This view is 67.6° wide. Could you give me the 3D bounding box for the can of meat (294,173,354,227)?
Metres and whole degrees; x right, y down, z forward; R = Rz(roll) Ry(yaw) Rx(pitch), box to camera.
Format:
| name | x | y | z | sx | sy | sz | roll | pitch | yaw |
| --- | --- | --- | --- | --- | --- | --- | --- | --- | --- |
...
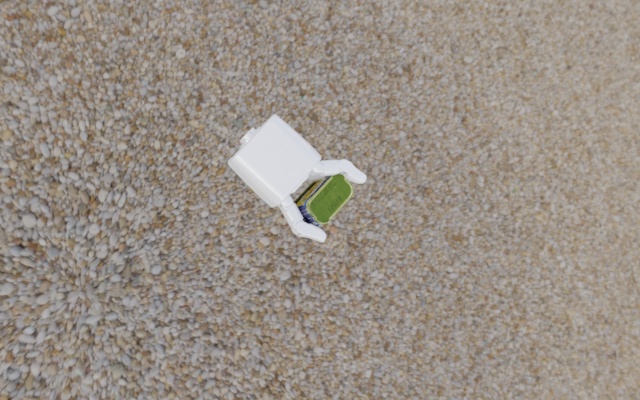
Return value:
| name | x | y | z | sx | sy | sz | roll | pitch | yaw |
| --- | --- | --- | --- | --- | --- | --- | --- | --- | --- |
| can of meat | 0.000 | 0.003 | 0.832 | 0.102 | 0.057 | 0.084 | -48 | 12 | -26 |
